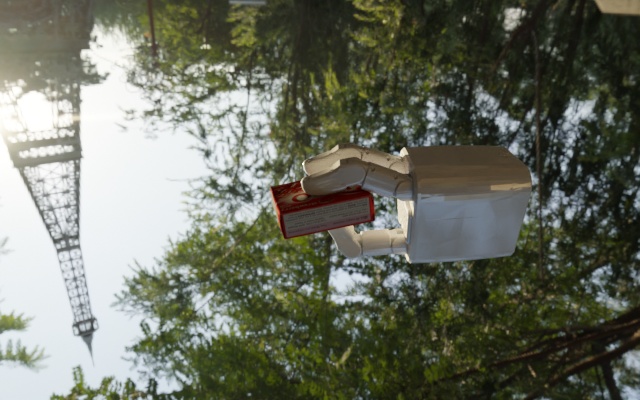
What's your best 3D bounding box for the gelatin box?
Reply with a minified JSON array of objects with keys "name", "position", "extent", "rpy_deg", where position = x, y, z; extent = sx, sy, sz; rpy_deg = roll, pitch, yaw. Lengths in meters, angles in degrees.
[{"name":"gelatin box","position":[0.000,0.002,0.463],"extent":[0.089,0.030,0.073],"rpy_deg":[-12,24,-8]}]
